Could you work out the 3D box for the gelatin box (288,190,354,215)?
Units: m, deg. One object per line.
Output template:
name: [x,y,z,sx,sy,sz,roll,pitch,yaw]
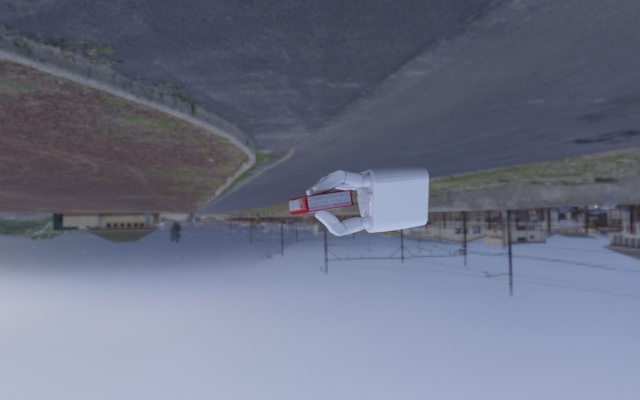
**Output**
gelatin box: [0.000,0.003,0.812,0.089,0.030,0.073,-9,0,-27]
